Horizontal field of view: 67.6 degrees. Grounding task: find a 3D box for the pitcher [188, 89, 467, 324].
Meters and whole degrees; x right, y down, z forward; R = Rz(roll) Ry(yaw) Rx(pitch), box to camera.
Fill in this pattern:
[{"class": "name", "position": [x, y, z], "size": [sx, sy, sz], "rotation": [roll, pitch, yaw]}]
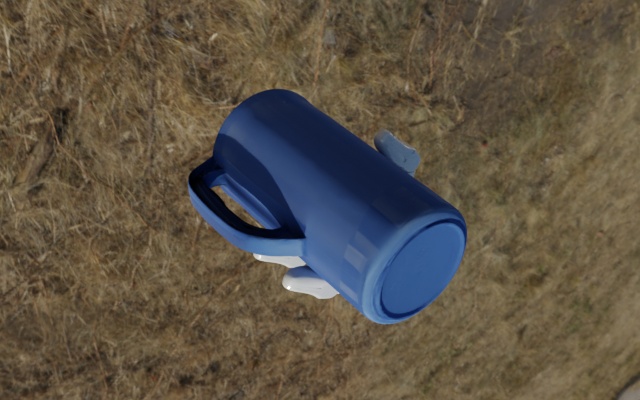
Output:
[{"class": "pitcher", "position": [0.000, 0.001, 0.435], "size": [0.145, 0.149, 0.242], "rotation": [34, 4, -47]}]
